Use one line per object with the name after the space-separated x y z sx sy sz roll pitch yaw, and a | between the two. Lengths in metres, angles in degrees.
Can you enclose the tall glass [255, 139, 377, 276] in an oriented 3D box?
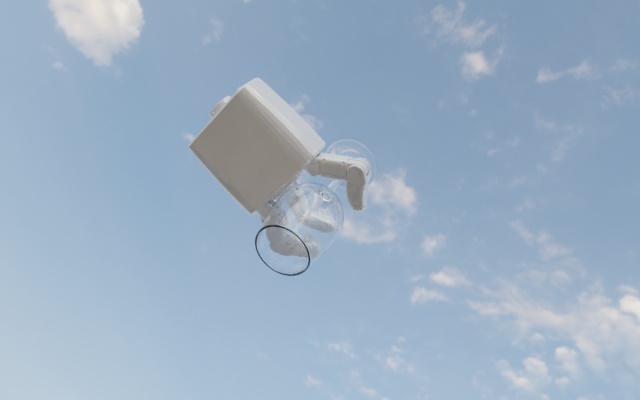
0.000 0.002 0.550 0.079 0.079 0.201 0 30 26 | tall glass
